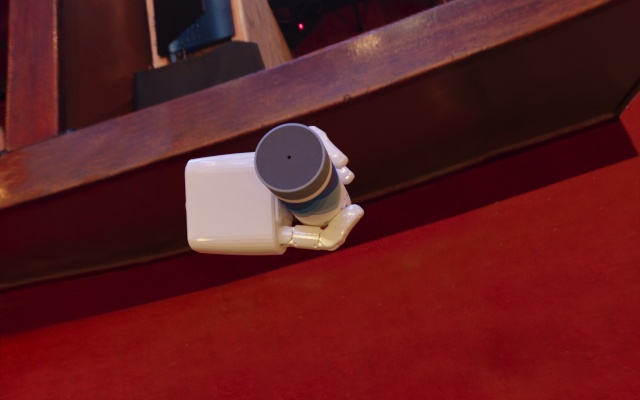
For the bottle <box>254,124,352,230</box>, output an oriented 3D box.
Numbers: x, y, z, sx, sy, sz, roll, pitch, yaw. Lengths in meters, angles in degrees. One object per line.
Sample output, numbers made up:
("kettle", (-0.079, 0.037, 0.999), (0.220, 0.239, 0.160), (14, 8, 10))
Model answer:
("bottle", (0.000, 0.002, 0.565), (0.069, 0.069, 0.296), (0, -16, 12))
